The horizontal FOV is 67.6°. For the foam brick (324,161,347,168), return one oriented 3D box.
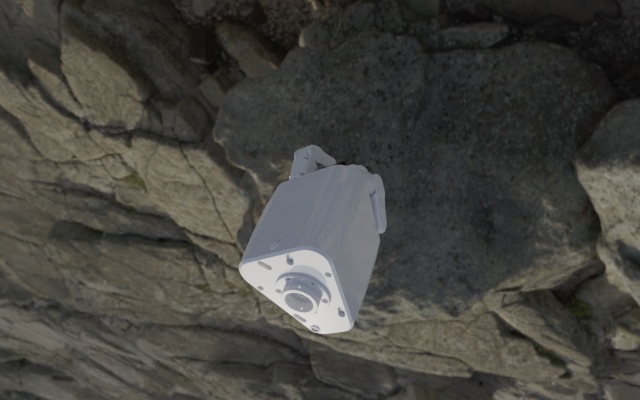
[{"bbox_3d":[0.000,0.002,0.510,0.078,0.053,0.051,-17,32,32],"label":"foam brick"}]
